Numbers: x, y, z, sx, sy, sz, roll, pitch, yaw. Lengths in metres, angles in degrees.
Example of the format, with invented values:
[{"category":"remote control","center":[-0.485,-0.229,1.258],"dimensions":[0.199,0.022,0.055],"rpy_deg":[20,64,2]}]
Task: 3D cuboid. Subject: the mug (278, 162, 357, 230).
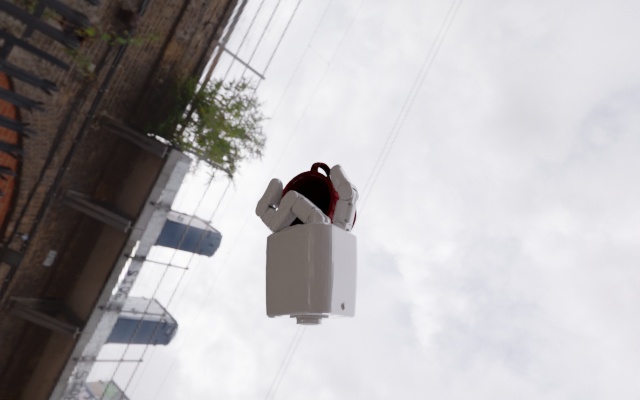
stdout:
[{"category":"mug","center":[0.000,0.001,0.690],"dimensions":[0.093,0.117,0.081],"rpy_deg":[-9,-21,31]}]
